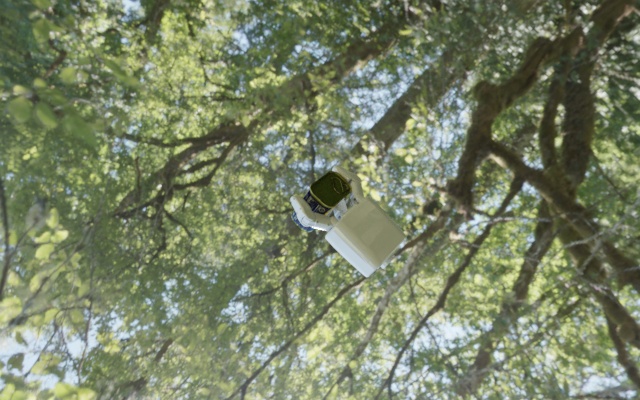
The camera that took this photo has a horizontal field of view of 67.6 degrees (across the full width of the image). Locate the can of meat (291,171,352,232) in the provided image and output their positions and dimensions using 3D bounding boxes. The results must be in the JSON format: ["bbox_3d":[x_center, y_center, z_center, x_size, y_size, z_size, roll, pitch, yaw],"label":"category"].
[{"bbox_3d":[0.000,0.003,0.892,0.084,0.057,0.102,-51,-7,38],"label":"can of meat"}]
